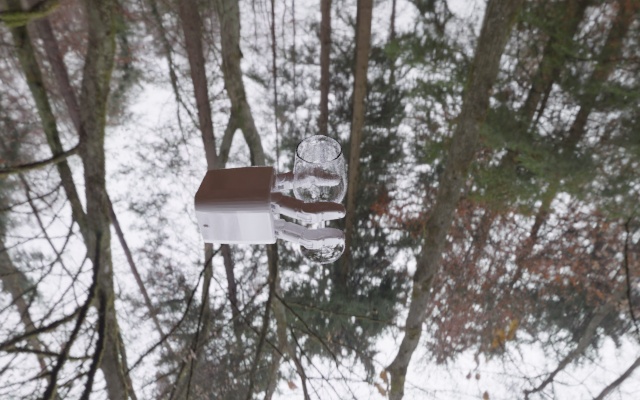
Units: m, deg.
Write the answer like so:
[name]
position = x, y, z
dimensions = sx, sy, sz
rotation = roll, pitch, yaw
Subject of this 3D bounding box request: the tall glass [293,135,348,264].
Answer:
[tall glass]
position = 0.000, 0.003, 0.705
dimensions = 0.079, 0.201, 0.079
rotation = -1, 44, 1
